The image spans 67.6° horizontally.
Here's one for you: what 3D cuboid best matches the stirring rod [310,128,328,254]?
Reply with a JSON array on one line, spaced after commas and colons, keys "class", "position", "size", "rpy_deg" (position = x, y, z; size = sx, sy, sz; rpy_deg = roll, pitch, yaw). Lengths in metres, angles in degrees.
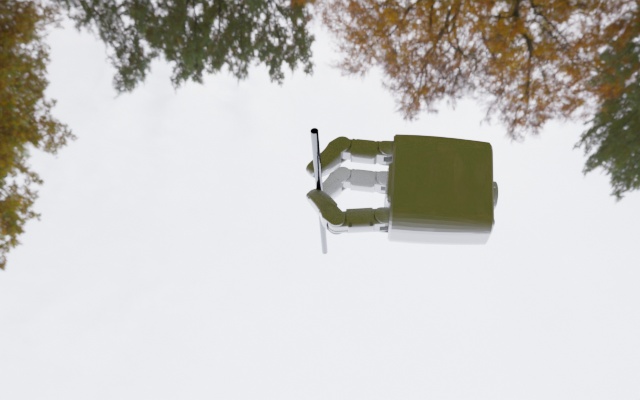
[{"class": "stirring rod", "position": [0.000, 0.002, 0.554], "size": [0.011, 0.011, 0.240], "rpy_deg": [0, -34, 3]}]
